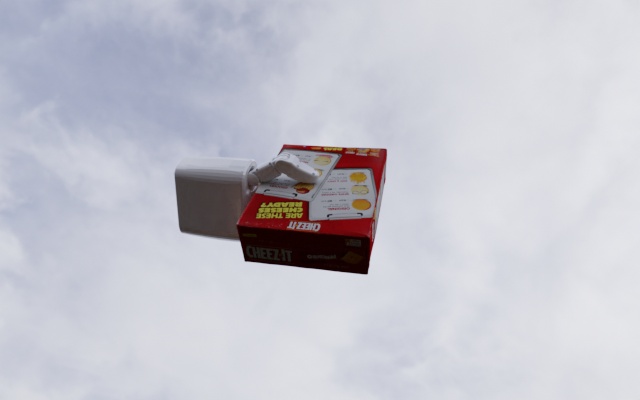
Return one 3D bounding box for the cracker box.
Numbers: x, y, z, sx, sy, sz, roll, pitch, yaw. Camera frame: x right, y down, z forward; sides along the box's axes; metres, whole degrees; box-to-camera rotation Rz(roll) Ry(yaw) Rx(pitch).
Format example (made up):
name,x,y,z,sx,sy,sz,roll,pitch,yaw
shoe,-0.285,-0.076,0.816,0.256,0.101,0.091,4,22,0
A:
name,x,y,z,sx,sy,sz,roll,pitch,yaw
cracker box,0.000,0.002,0.660,0.164,0.072,0.213,4,36,12
